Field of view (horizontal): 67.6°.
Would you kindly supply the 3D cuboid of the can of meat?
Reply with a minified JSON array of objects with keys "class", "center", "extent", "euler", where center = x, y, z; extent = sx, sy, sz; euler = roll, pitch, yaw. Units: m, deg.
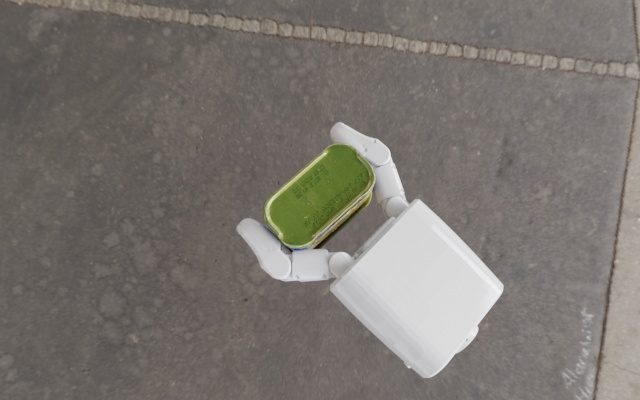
[{"class":"can of meat","center":[0.000,0.001,0.424],"extent":[0.102,0.057,0.084],"euler":[-42,-7,-5]}]
